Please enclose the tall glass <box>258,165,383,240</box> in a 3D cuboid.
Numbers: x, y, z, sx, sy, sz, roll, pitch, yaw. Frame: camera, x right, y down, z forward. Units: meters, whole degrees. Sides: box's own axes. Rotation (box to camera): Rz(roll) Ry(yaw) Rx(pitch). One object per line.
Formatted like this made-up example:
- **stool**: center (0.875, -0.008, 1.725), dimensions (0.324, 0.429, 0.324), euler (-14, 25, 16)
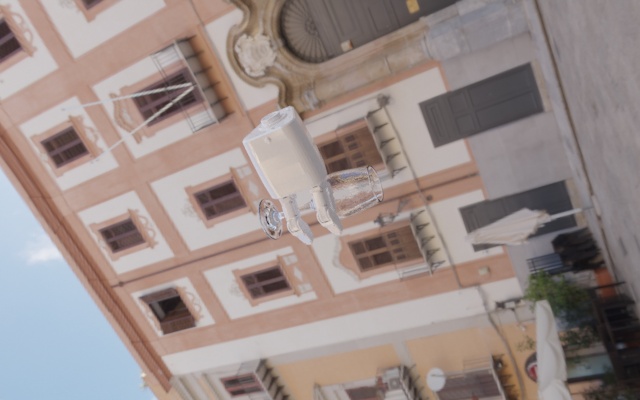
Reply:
- **tall glass**: center (0.000, 0.003, 0.793), dimensions (0.201, 0.079, 0.079), euler (-18, -7, 21)
